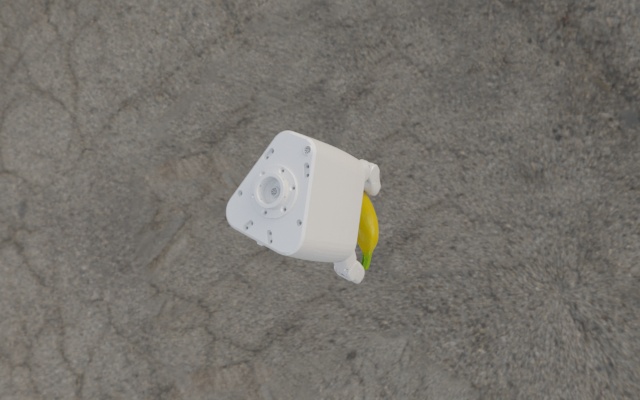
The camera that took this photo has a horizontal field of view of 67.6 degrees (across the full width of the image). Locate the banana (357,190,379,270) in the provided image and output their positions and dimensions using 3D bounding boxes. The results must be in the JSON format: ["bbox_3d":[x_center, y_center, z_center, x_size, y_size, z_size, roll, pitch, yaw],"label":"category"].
[{"bbox_3d":[0.014,-0.008,0.602,0.070,0.197,0.037,-46,-25,17],"label":"banana"}]
